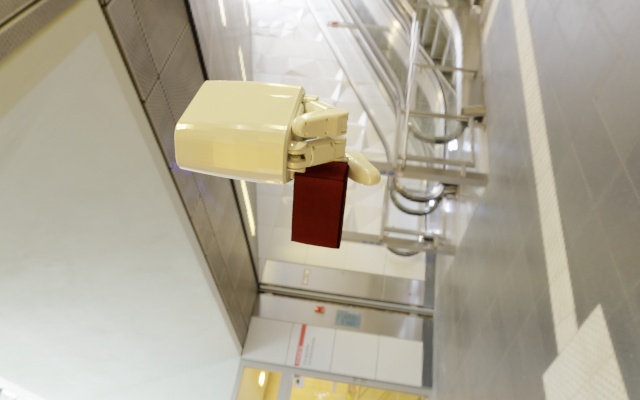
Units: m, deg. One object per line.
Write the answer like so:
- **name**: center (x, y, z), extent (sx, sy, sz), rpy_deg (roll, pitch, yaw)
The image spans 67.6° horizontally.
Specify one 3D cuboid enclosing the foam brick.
- **foam brick**: center (0.000, 0.002, 0.493), extent (0.051, 0.078, 0.053), rpy_deg (6, 26, 4)
